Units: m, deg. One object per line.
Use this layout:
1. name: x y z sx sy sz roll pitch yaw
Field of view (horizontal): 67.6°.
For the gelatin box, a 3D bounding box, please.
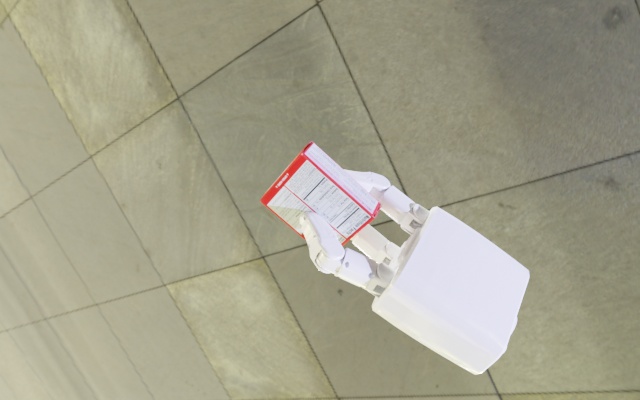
1. gelatin box: 0.000 0.001 0.444 0.073 0.089 0.030 -45 7 36
